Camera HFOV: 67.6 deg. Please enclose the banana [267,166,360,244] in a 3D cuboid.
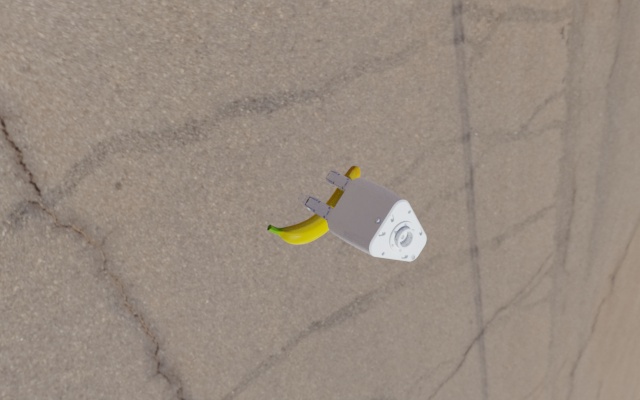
[{"bbox_3d":[0.005,0.019,0.836,0.198,0.070,0.037,-36,31,-15],"label":"banana"}]
